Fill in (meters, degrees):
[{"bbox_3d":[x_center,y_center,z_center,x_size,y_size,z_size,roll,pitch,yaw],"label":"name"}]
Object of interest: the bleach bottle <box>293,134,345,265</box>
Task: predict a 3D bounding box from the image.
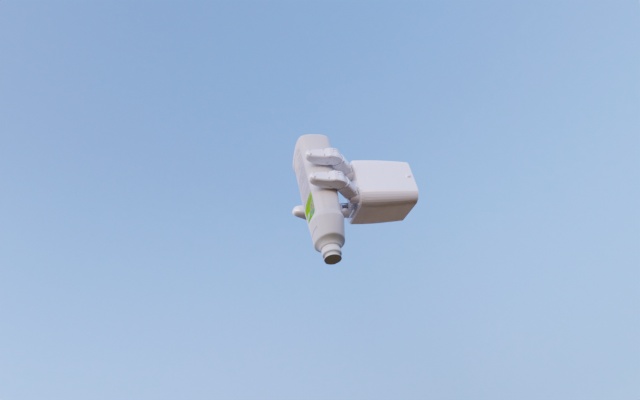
[{"bbox_3d":[0.000,0.003,0.816,0.068,0.250,0.103,-2,-41,-11],"label":"bleach bottle"}]
